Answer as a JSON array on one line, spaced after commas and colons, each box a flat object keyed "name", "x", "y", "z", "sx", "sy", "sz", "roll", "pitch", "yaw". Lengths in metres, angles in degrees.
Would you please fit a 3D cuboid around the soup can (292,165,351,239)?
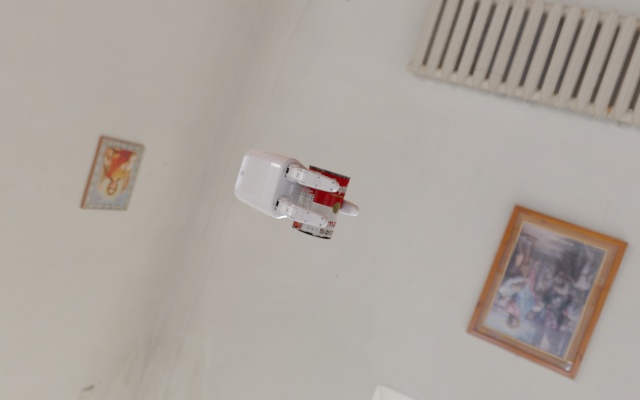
[{"name": "soup can", "x": 0.000, "y": 0.003, "z": 0.747, "sx": 0.068, "sy": 0.102, "sz": 0.068, "roll": 17, "pitch": 3, "yaw": -1}]
